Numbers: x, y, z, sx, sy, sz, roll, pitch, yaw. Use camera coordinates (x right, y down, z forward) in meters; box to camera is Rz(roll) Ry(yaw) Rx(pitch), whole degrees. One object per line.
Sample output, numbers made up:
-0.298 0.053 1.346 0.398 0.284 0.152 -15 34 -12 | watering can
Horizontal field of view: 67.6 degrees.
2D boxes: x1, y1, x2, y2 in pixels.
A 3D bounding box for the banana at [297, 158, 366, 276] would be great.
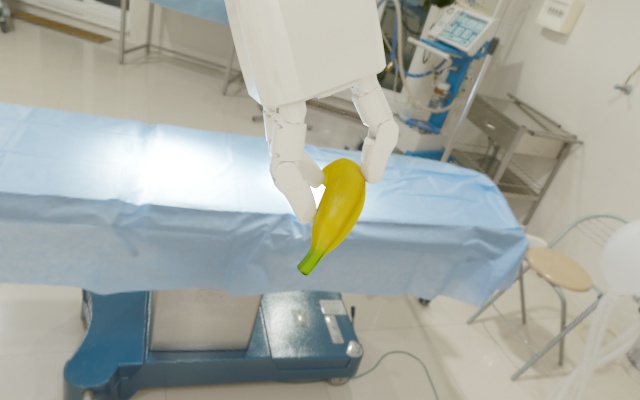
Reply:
0.014 -0.007 0.454 0.070 0.037 0.197 -35 15 21 | banana
